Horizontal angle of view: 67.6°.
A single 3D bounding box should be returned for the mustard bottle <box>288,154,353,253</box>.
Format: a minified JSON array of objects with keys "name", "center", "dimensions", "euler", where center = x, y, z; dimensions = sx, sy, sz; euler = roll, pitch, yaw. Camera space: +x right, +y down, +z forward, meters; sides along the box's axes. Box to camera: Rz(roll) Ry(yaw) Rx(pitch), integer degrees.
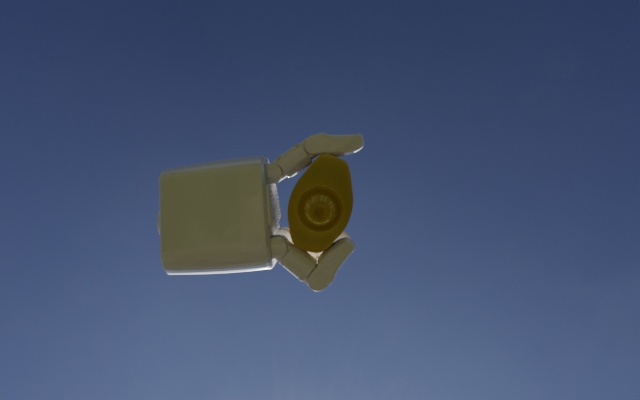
[{"name":"mustard bottle","center":[0.000,0.002,0.481],"dimensions":[0.058,0.096,0.191],"euler":[19,4,0]}]
